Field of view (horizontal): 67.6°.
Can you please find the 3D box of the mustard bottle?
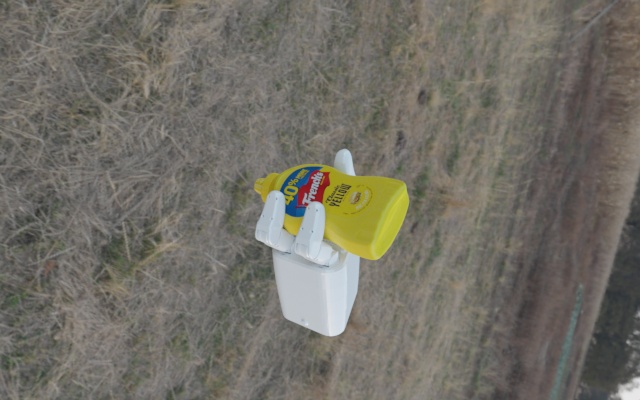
[{"bbox_3d":[0.000,0.002,0.568,0.191,0.096,0.058,15,-32,30],"label":"mustard bottle"}]
